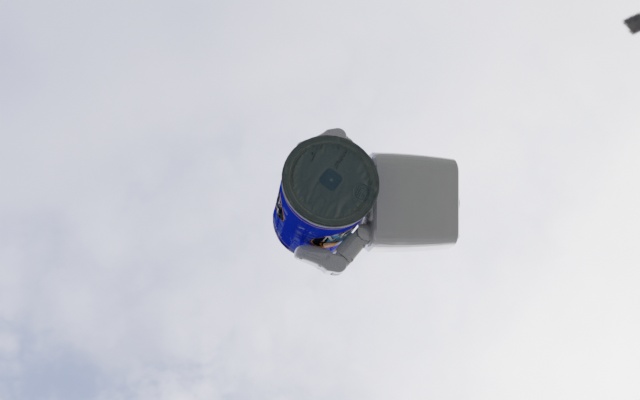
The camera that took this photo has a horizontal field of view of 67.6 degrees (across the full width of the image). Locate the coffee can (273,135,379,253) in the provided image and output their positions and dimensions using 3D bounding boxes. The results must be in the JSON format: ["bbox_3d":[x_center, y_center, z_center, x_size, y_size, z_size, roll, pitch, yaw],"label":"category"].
[{"bbox_3d":[0.000,0.002,0.555,0.103,0.102,0.140,0,-20,-10],"label":"coffee can"}]
